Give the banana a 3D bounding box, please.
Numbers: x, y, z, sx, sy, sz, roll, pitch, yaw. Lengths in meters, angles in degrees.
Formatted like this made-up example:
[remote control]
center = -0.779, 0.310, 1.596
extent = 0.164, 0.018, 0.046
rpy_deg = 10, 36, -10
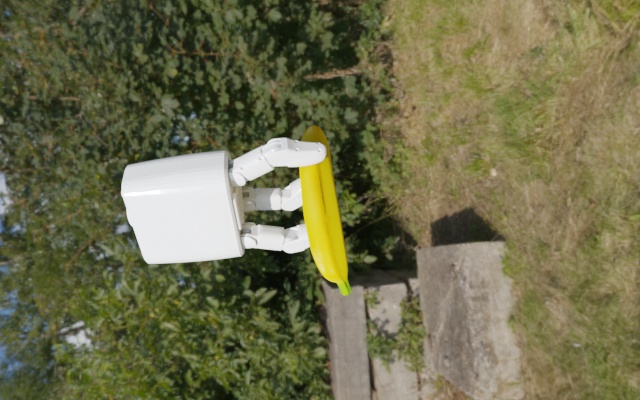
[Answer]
[banana]
center = 0.000, -0.001, 0.503
extent = 0.037, 0.197, 0.070
rpy_deg = -9, -17, 1
